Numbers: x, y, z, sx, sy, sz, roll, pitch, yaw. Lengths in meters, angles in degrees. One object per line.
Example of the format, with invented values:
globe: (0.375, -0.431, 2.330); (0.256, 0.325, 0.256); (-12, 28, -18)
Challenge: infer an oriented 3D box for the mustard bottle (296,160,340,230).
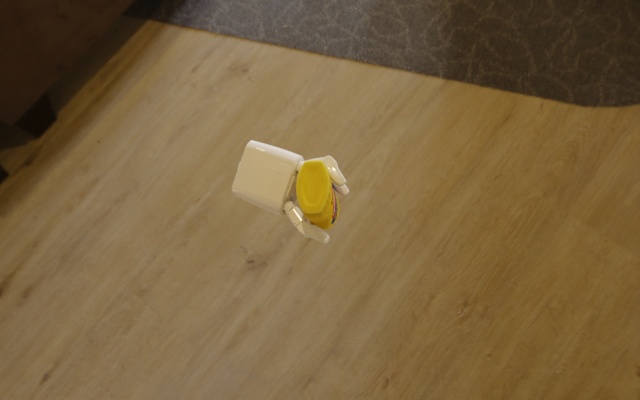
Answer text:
mustard bottle: (0.000, 0.003, 0.872); (0.058, 0.096, 0.192); (-3, -17, 7)
